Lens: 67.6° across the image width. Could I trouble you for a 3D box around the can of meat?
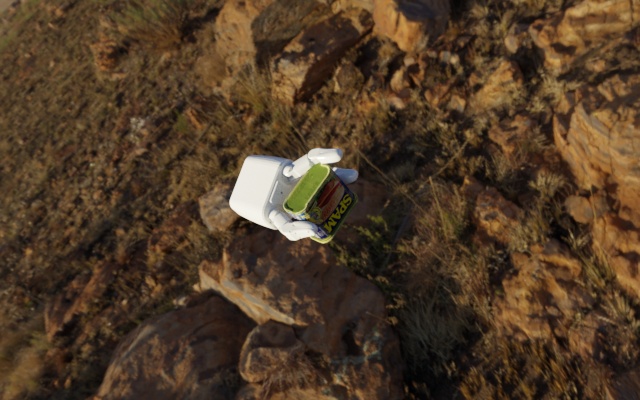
[{"bbox_3d":[0.000,0.002,0.767,0.057,0.102,0.084,20,-21,47],"label":"can of meat"}]
